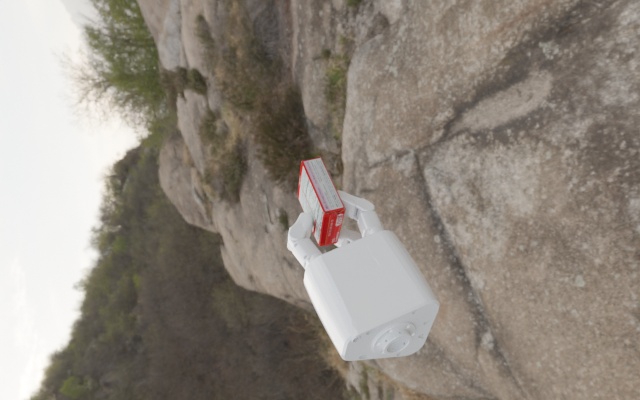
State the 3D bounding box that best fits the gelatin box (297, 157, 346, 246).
[{"bbox_3d":[0.000,0.002,0.604,0.030,0.089,0.073,-14,-34,-17],"label":"gelatin box"}]
